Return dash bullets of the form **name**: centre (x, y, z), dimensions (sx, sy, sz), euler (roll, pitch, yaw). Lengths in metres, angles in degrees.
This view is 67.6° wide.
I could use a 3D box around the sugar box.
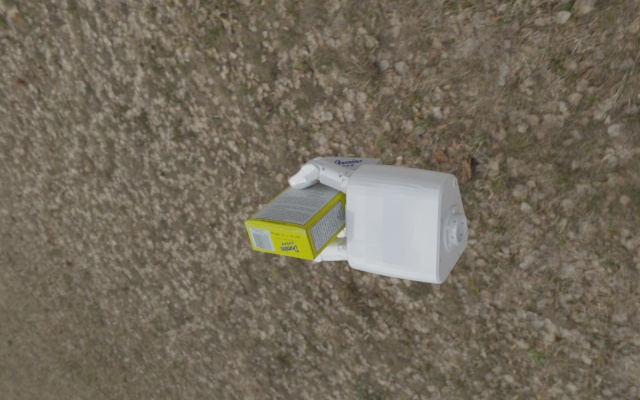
- **sugar box**: centre (0.000, 0.002, 0.583), dimensions (0.093, 0.048, 0.176), euler (6, 30, 36)
